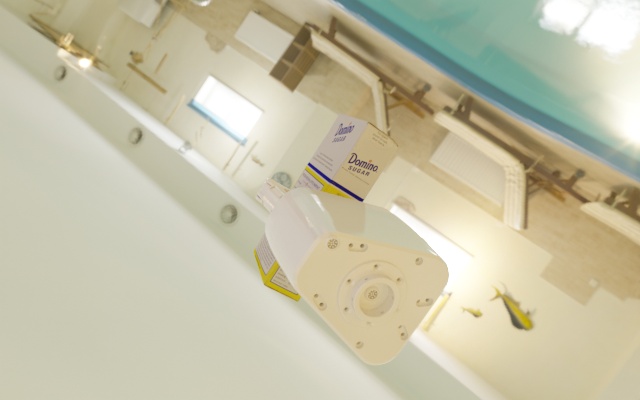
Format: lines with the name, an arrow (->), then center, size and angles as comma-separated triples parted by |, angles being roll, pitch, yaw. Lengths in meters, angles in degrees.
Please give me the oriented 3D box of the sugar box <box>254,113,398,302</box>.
sugar box -> 0.000, 0.002, 0.474 | 0.048, 0.176, 0.093 | 33, 5, -21
